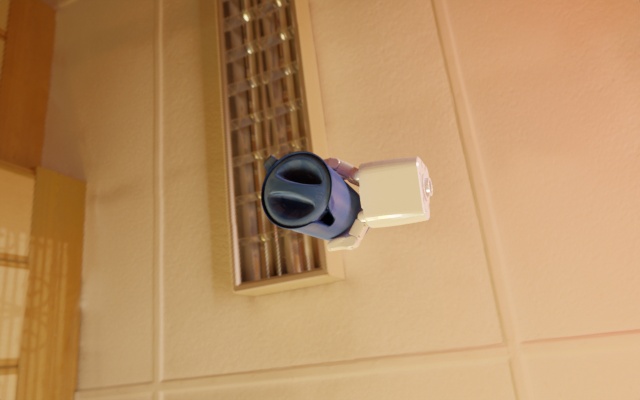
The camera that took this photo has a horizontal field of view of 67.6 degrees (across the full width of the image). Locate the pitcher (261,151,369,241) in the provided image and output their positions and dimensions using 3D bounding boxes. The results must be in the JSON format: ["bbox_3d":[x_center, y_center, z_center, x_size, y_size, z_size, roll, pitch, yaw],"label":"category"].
[{"bbox_3d":[0.000,0.003,0.884,0.145,0.149,0.243,-8,-17,23],"label":"pitcher"}]
